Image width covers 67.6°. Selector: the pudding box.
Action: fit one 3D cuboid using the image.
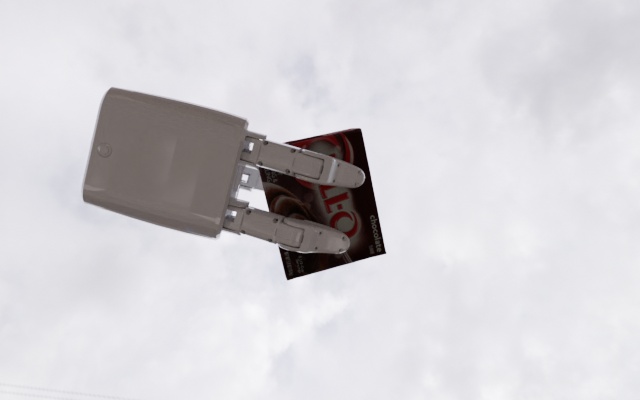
[{"bbox_3d":[0.000,0.001,0.410,0.090,0.113,0.039,-14,11,-8],"label":"pudding box"}]
